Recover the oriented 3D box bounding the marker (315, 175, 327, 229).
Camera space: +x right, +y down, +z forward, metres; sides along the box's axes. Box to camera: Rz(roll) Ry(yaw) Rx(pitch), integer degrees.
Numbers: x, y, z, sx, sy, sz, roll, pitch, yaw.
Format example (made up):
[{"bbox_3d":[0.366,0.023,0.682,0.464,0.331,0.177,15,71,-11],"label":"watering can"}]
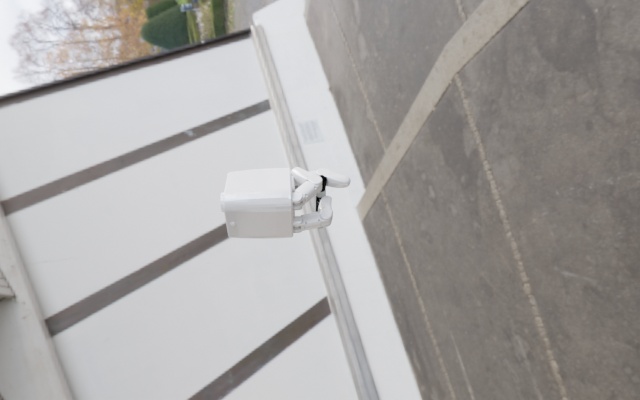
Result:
[{"bbox_3d":[0.000,0.003,0.839,0.020,0.020,0.121,1,-45,-1],"label":"marker"}]
